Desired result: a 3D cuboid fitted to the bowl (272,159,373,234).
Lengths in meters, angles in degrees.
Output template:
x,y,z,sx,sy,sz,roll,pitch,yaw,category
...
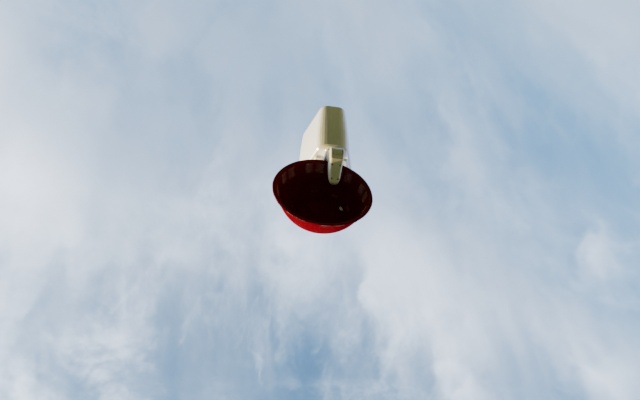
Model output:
x,y,z,sx,sy,sz,roll,pitch,yaw,category
0.000,0.004,0.773,0.162,0.055,0.162,7,40,-6,bowl
